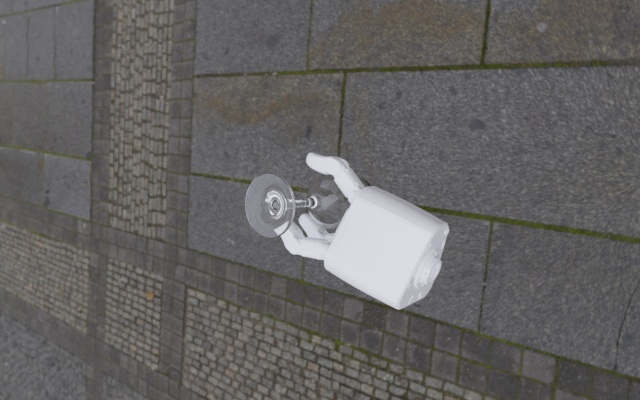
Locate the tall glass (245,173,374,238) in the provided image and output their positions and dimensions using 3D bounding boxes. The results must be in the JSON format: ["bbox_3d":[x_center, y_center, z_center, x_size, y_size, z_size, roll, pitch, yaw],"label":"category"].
[{"bbox_3d":[0.000,0.002,0.620,0.079,0.079,0.201,0,2,36],"label":"tall glass"}]
